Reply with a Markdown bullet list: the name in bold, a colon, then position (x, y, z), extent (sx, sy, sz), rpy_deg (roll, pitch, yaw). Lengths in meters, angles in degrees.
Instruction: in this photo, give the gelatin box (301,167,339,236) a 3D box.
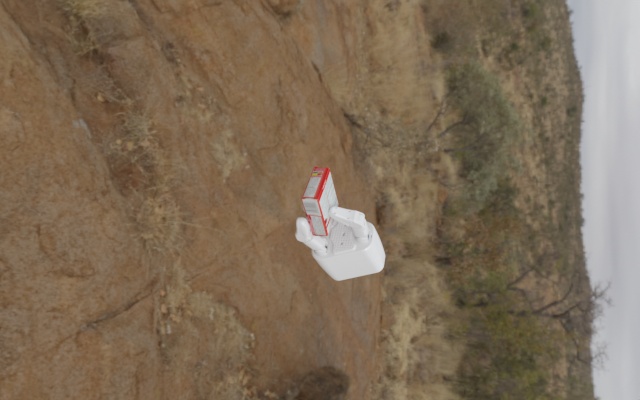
- **gelatin box**: position (0.000, 0.002, 0.768), extent (0.030, 0.073, 0.089), rpy_deg (4, -43, 18)
